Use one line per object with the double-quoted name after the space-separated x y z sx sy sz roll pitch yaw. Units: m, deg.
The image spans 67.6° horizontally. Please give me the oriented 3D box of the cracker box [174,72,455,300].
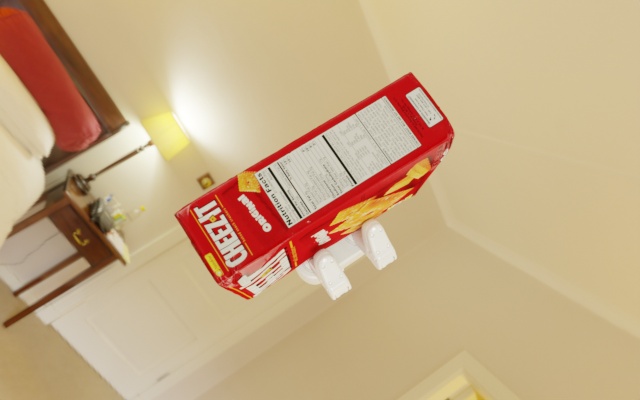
0.000 0.001 0.426 0.213 0.072 0.164 -32 -13 -9 "cracker box"
